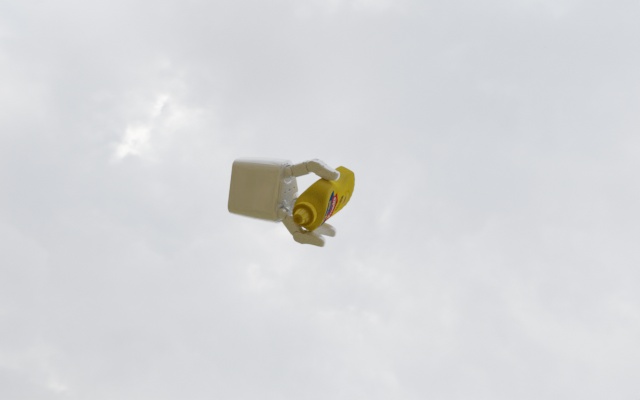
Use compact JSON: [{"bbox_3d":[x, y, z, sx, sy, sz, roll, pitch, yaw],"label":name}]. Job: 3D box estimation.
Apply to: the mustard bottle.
[{"bbox_3d":[0.001,0.003,0.855,0.058,0.096,0.191,31,27,13],"label":"mustard bottle"}]
